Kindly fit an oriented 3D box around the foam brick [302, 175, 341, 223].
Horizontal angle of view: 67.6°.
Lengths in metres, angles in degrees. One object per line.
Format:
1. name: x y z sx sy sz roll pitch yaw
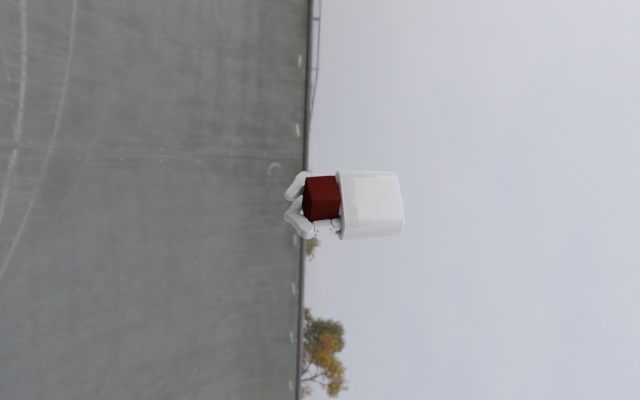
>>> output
1. foam brick: 0.000 0.002 0.789 0.051 0.053 0.078 -4 -36 -11
